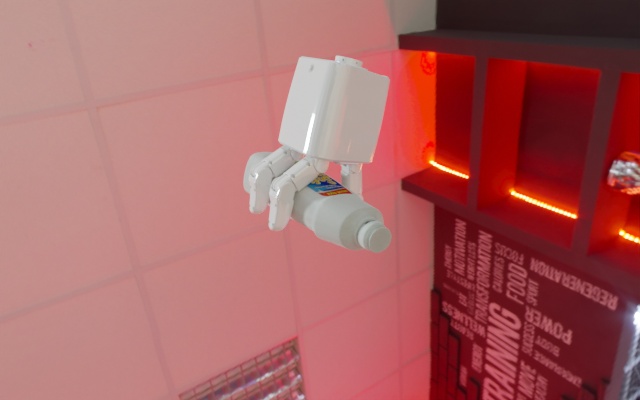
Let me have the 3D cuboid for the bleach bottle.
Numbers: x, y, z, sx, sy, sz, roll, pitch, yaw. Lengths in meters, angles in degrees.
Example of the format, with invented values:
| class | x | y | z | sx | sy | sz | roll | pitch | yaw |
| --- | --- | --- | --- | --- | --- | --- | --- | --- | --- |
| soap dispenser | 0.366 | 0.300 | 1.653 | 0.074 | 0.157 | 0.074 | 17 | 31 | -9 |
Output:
| class | x | y | z | sx | sy | sz | roll | pitch | yaw |
| --- | --- | --- | --- | --- | --- | --- | --- | --- | --- |
| bleach bottle | 0.000 | 0.002 | 0.580 | 0.102 | 0.068 | 0.250 | 5 | 15 | -35 |
